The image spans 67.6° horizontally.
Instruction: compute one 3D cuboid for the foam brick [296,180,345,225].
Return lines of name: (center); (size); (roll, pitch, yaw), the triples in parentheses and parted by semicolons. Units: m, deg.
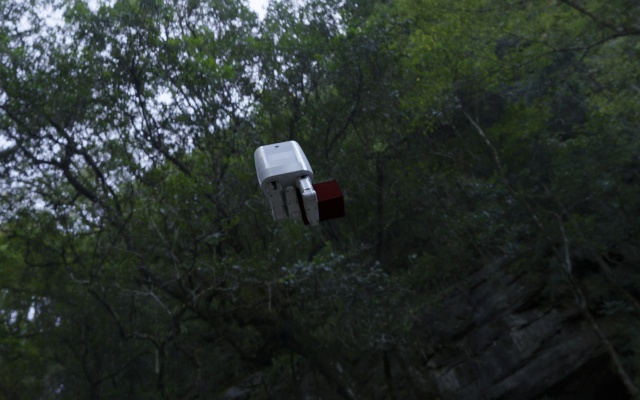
foam brick: (0.000, 0.003, 0.877); (0.078, 0.053, 0.051); (-12, 42, -10)
